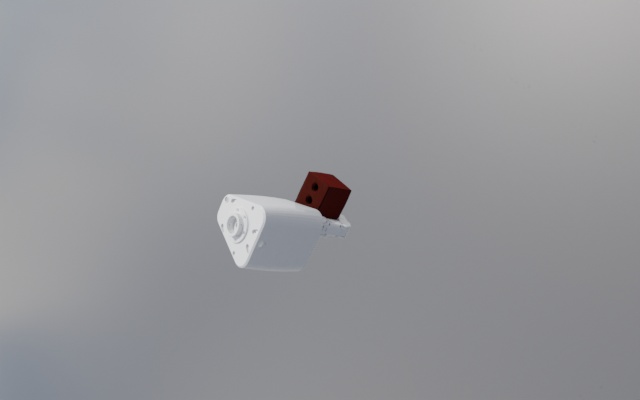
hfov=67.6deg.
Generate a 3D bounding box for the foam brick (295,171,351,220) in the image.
[{"bbox_3d":[0.000,0.002,0.726,0.051,0.078,0.053,9,23,-44],"label":"foam brick"}]
